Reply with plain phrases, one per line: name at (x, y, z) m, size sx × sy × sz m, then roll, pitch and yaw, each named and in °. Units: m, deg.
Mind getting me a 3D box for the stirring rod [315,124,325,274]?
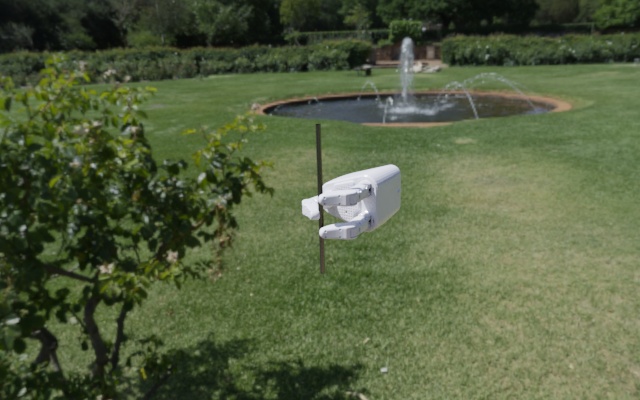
stirring rod at (0.000, 0.002, 0.739) m, size 0.011 × 0.239 × 0.011 m, roll -2°, pitch 18°, yaw 1°
